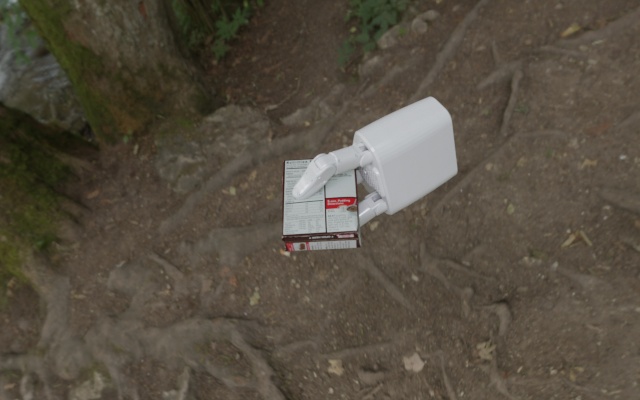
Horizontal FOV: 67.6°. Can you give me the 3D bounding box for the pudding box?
[{"bbox_3d":[0.000,0.002,0.566,0.090,0.113,0.039,-4,-35,4],"label":"pudding box"}]
